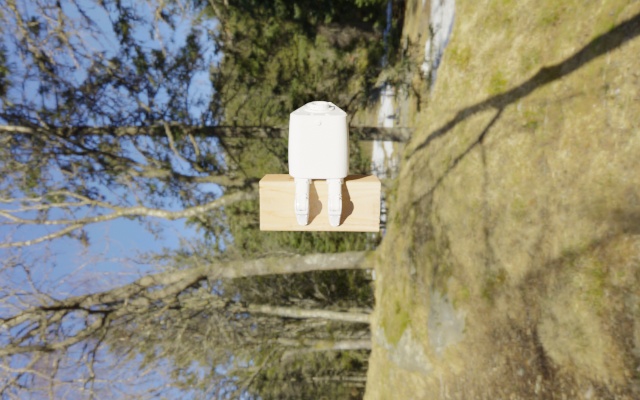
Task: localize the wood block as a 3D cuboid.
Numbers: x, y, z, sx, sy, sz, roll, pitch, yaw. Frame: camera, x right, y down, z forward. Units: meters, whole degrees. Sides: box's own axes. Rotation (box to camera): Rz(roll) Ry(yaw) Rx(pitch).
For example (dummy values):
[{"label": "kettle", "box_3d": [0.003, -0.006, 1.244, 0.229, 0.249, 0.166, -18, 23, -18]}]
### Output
[{"label": "wood block", "box_3d": [0.000, 0.002, 0.861, 0.206, 0.090, 0.091, 1, 11, 2]}]
